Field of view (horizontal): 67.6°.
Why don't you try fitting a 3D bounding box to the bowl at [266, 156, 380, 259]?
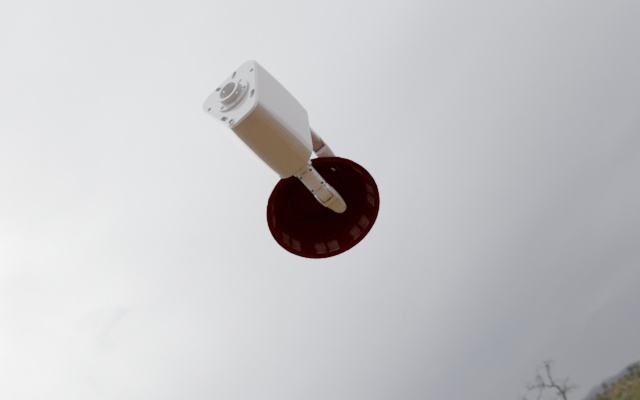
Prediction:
[{"bbox_3d":[0.001,0.003,0.681,0.162,0.162,0.055,0,28,-14],"label":"bowl"}]
